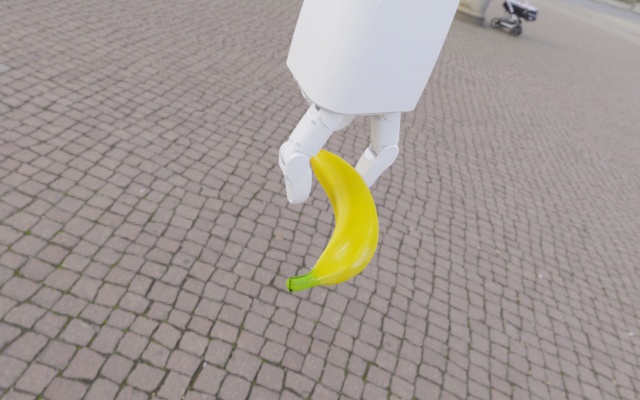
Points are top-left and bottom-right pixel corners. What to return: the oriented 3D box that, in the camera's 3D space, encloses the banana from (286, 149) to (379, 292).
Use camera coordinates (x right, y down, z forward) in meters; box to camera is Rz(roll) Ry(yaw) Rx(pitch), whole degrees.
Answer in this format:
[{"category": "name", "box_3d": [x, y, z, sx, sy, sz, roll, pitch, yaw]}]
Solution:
[{"category": "banana", "box_3d": [0.018, 0.009, 0.425, 0.069, 0.037, 0.197, 17, 34, -6]}]
